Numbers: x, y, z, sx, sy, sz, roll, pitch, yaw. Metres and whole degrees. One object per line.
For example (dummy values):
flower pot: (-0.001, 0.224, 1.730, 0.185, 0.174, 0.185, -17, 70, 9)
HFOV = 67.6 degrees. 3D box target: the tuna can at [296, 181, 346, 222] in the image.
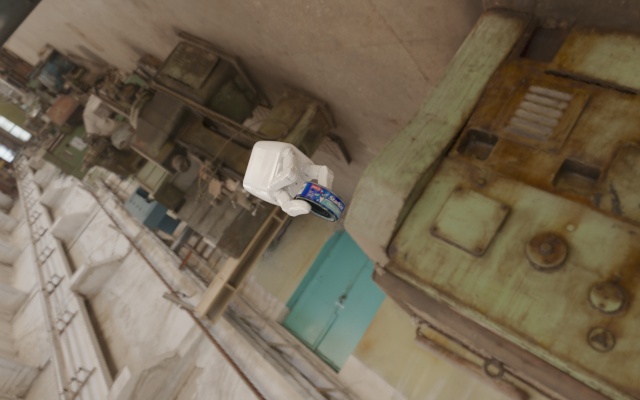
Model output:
tuna can: (0.000, 0.003, 0.847, 0.086, 0.033, 0.086, 28, -14, 8)
